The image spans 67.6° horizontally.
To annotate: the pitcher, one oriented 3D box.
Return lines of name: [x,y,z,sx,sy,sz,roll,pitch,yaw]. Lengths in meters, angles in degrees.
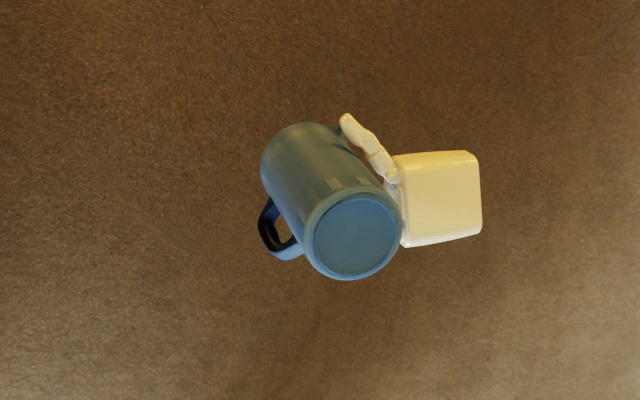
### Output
pitcher: [0.000,0.002,0.589,0.145,0.149,0.242,-6,23,-13]
